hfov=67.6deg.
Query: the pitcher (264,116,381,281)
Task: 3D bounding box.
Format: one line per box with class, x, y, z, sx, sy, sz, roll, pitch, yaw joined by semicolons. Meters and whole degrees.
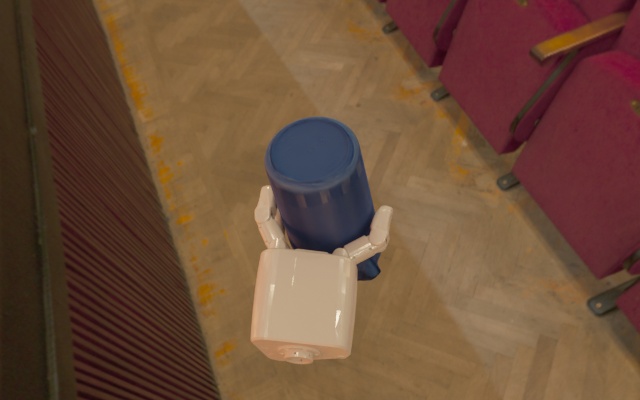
pitcher;0.000;0.002;0.625;0.149;0.145;0.243;-2;-32;10
